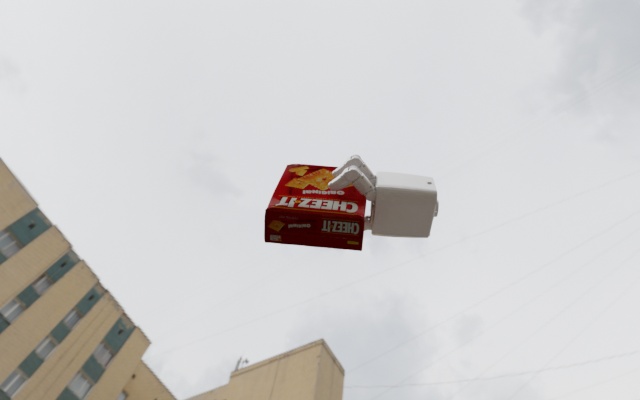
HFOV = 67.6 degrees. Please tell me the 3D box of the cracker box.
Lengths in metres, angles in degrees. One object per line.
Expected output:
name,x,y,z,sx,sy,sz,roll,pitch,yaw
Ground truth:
cracker box,0.000,0.003,0.864,0.164,0.072,0.213,4,25,5
